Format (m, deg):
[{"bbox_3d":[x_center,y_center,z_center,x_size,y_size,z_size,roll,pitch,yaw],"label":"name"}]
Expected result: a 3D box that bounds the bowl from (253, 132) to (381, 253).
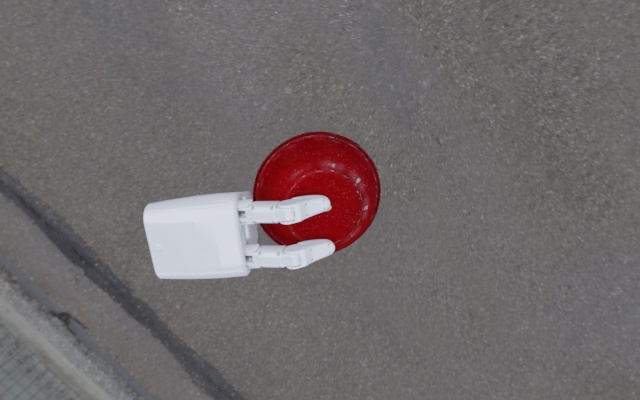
[{"bbox_3d":[0.001,0.002,0.572,0.162,0.162,0.055,0,18,-8],"label":"bowl"}]
